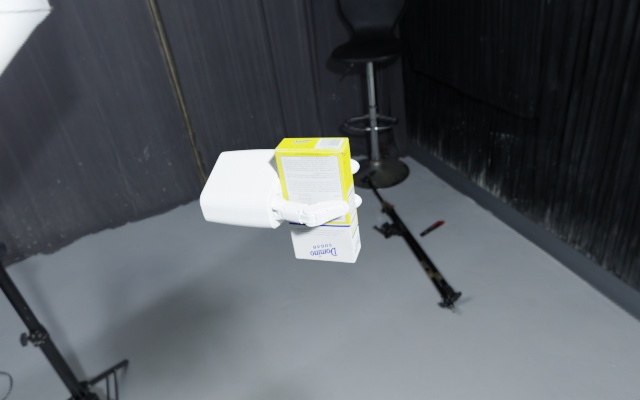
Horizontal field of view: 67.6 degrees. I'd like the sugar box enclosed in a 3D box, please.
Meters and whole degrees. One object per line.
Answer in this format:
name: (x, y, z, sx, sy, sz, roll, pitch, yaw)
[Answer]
sugar box: (0.000, 0.002, 0.660, 0.093, 0.176, 0.048, 3, 34, 18)
